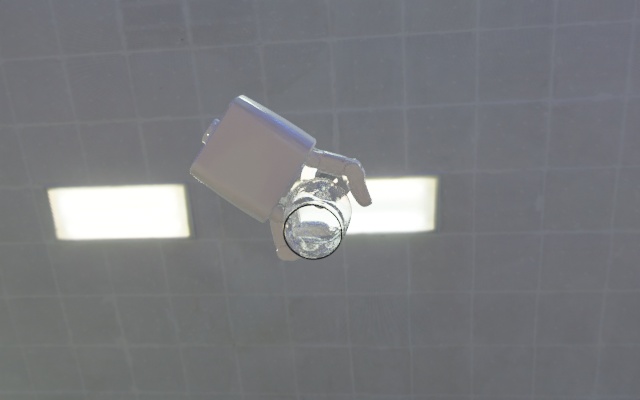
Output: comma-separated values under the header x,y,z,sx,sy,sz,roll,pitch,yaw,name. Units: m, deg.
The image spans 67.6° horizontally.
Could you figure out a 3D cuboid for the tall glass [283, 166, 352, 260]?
x,y,z,sx,sy,sz,roll,pitch,yaw,name
0.000,0.002,0.582,0.079,0.079,0.201,0,19,5,tall glass
